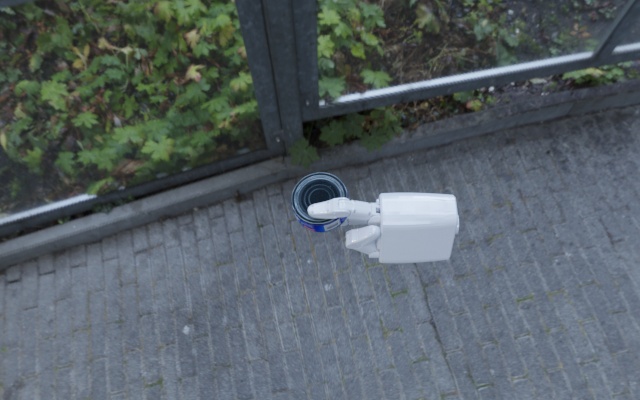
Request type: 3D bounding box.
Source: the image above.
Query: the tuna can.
[{"bbox_3d":[0.000,0.002,0.704,0.086,0.086,0.034,0,-24,7],"label":"tuna can"}]
